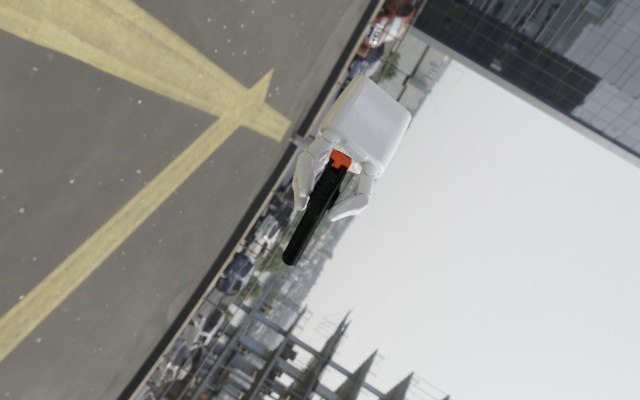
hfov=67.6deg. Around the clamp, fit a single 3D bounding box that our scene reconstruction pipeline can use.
[{"bbox_3d":[0.001,0.002,0.662,0.036,0.164,0.210,29,-22,2],"label":"clamp"}]
